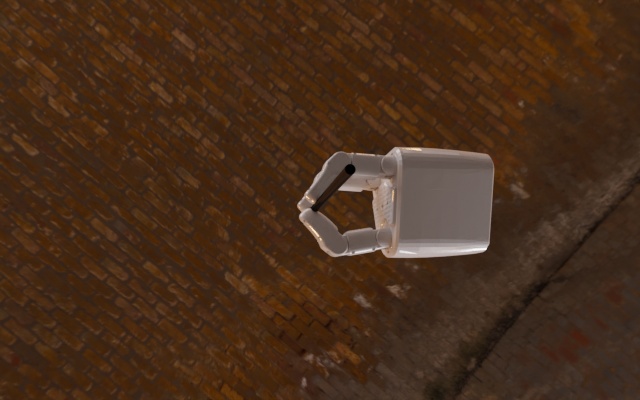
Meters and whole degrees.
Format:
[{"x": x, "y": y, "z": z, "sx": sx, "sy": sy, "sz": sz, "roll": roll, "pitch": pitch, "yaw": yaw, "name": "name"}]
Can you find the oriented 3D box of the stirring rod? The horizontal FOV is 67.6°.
[{"x": 0.000, "y": 0.002, "z": 0.458, "sx": 0.011, "sy": 0.011, "sz": 0.239, "roll": 0, "pitch": -11, "yaw": -10, "name": "stirring rod"}]
